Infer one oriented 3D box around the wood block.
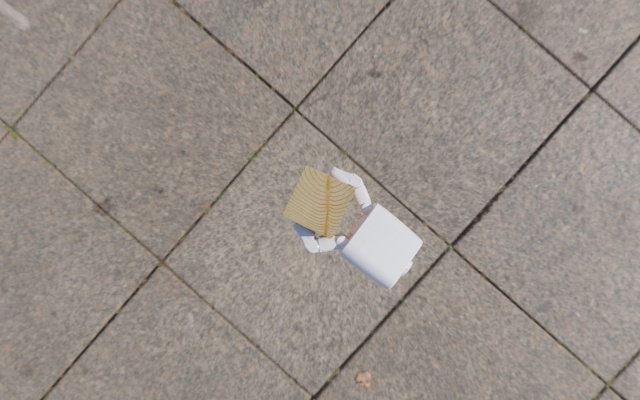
[{"bbox_3d":[0.001,0.003,0.849,0.090,0.091,0.206,26,0,1],"label":"wood block"}]
